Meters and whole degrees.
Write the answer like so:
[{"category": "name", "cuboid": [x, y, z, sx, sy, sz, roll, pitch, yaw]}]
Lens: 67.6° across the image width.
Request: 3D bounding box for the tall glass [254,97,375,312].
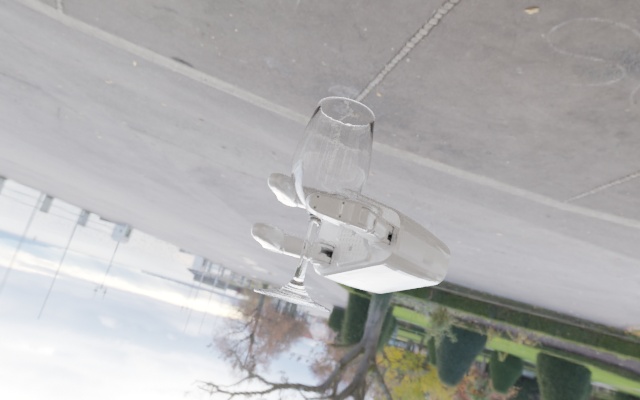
[{"category": "tall glass", "cuboid": [0.000, 0.002, 0.469, 0.079, 0.201, 0.079, 15, -14, 4]}]
